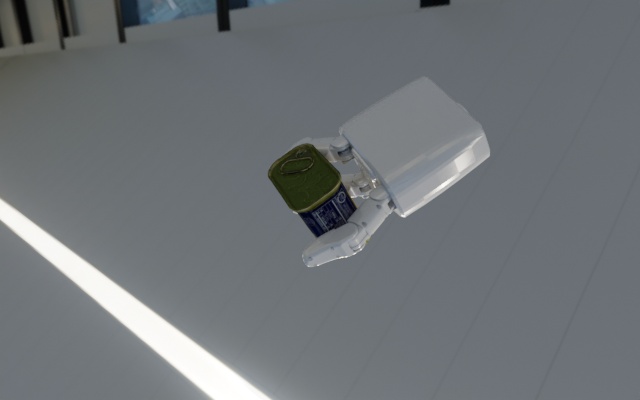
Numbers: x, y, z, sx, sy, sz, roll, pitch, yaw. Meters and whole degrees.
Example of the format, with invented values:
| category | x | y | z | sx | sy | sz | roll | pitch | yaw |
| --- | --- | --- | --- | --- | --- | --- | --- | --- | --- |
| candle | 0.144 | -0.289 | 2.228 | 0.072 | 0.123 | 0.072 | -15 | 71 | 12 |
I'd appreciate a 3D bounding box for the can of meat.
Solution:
| category | x | y | z | sx | sy | sz | roll | pitch | yaw |
| --- | --- | --- | --- | --- | --- | --- | --- | --- | --- |
| can of meat | 0.000 | 0.002 | 0.491 | 0.057 | 0.084 | 0.102 | -36 | 37 | -3 |
